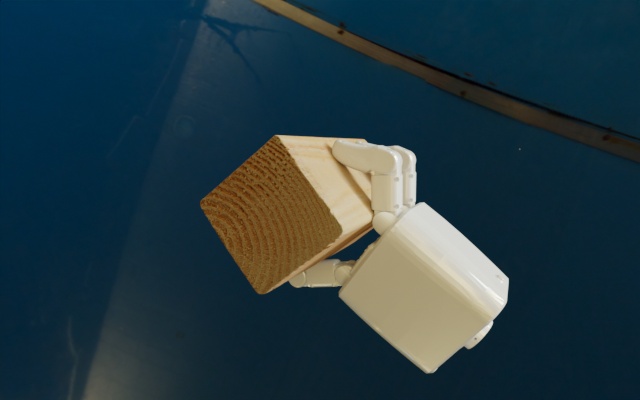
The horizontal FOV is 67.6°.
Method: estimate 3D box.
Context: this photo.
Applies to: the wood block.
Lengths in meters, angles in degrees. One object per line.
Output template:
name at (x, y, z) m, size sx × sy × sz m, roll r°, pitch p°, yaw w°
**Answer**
wood block at (0.000, 0.002, 0.445) m, size 0.091 × 0.090 × 0.206 m, roll -39°, pitch -9°, yaw 21°
